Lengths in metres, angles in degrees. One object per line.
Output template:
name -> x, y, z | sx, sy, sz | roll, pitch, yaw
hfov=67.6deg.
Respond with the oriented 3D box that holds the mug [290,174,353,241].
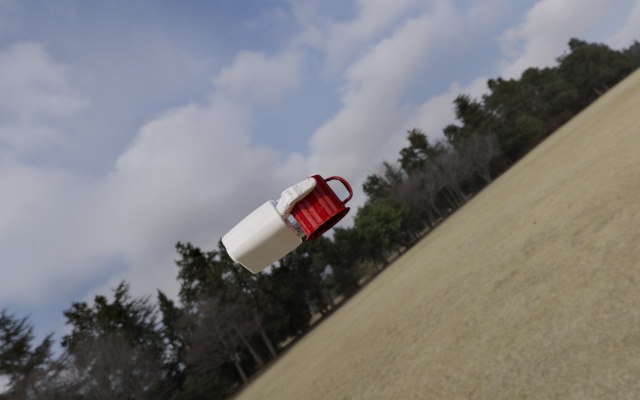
mug -> 0.001, 0.002, 0.820 | 0.117, 0.081, 0.093 | -37, -12, -3
